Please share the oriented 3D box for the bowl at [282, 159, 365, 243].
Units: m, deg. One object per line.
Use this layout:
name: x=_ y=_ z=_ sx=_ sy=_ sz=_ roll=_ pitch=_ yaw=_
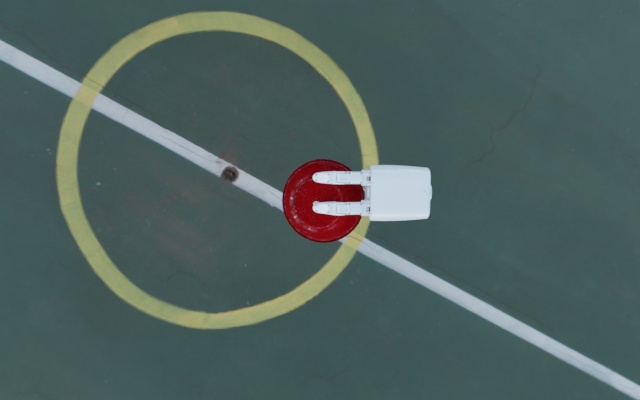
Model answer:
bowl: x=-0.001 y=0.003 z=0.890 sx=0.162 sy=0.162 sz=0.055 roll=0 pitch=4 yaw=11
